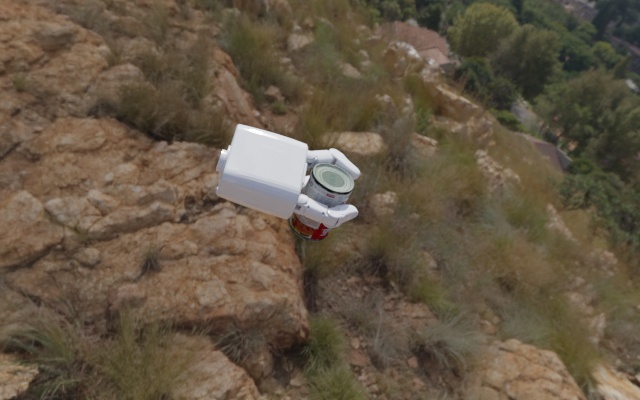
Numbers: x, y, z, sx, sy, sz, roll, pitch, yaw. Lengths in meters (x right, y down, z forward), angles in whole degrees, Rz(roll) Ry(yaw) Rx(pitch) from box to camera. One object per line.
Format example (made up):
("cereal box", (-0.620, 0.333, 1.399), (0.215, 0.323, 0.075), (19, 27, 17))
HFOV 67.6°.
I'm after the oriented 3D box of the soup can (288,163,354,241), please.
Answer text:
("soup can", (0.001, 0.002, 0.715), (0.068, 0.102, 0.068), (17, 38, -14))
